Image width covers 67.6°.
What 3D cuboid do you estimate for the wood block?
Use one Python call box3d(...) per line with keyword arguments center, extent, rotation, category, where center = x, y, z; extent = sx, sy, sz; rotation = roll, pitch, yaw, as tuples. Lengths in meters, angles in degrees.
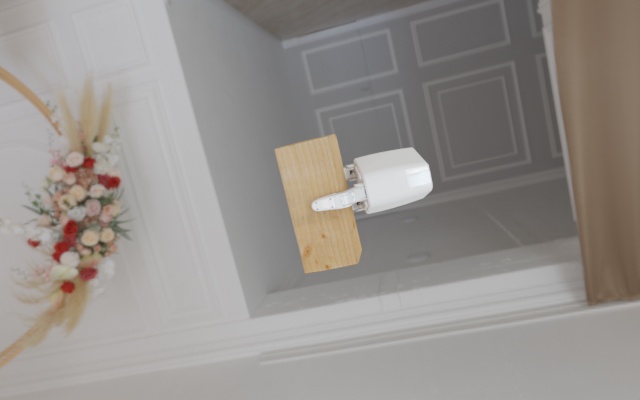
box3d(center=(0.000, 0.003, 0.785), extent=(0.090, 0.206, 0.091), rotation=(-12, 8, 11), category="wood block")
